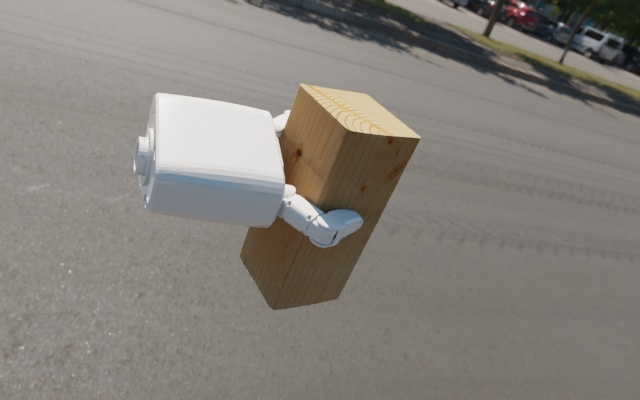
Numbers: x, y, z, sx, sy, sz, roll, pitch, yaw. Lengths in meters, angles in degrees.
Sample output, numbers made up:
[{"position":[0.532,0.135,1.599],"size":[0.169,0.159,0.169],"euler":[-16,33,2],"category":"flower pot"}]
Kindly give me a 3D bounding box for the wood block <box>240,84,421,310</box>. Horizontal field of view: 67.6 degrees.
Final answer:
[{"position":[0.000,0.002,0.483],"size":[0.090,0.206,0.090],"euler":[-1,37,-37],"category":"wood block"}]
